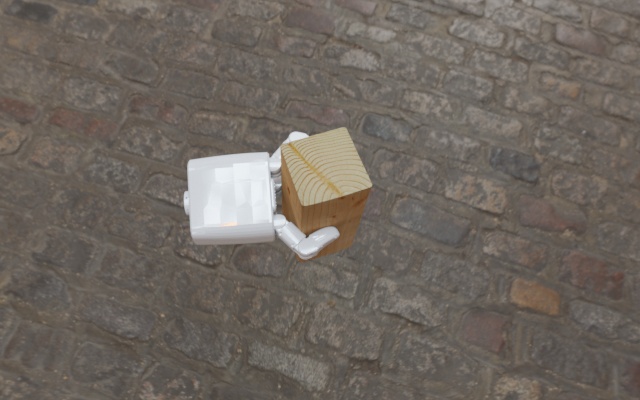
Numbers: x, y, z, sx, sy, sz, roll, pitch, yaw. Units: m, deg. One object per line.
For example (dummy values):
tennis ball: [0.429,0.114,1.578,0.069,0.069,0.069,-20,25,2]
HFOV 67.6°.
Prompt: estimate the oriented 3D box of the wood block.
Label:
wood block: [0.000,0.002,0.662,0.090,0.090,0.206,-17,-23,-11]
